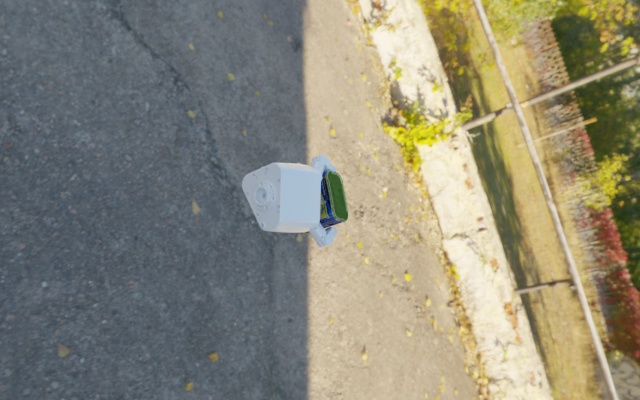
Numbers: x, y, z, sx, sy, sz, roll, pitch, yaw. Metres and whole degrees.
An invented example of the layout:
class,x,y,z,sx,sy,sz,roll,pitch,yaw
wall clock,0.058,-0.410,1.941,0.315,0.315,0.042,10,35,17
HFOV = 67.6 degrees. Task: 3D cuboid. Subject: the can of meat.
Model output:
class,x,y,z,sx,sy,sz,roll,pitch,yaw
can of meat,0.000,0.003,0.896,0.084,0.102,0.057,-20,-17,32
